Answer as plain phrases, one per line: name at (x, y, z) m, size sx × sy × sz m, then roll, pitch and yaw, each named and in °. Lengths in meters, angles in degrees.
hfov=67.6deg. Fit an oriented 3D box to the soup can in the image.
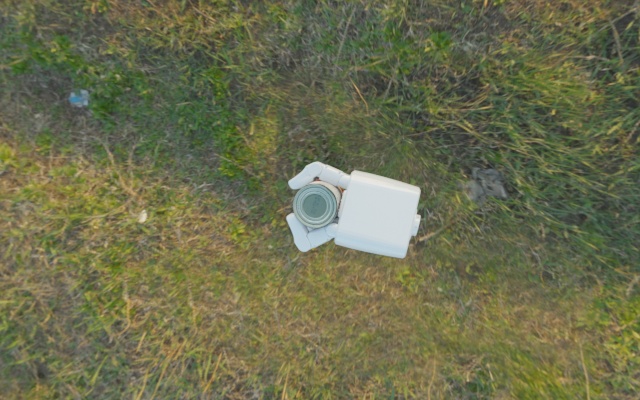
soup can at (0.000, 0.002, 0.737) m, size 0.068 × 0.068 × 0.102 m, roll 0°, pitch 7°, yaw 10°
